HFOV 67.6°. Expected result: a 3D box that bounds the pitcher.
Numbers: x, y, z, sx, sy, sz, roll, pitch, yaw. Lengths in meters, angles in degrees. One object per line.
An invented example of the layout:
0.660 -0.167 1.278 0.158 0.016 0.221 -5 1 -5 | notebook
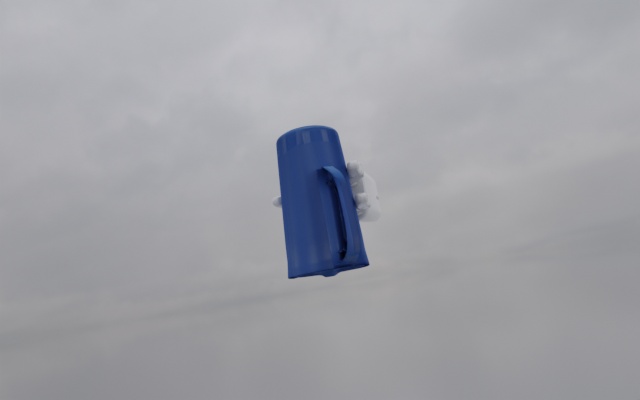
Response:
0.000 0.003 0.782 0.149 0.242 0.145 -14 -12 22 | pitcher
